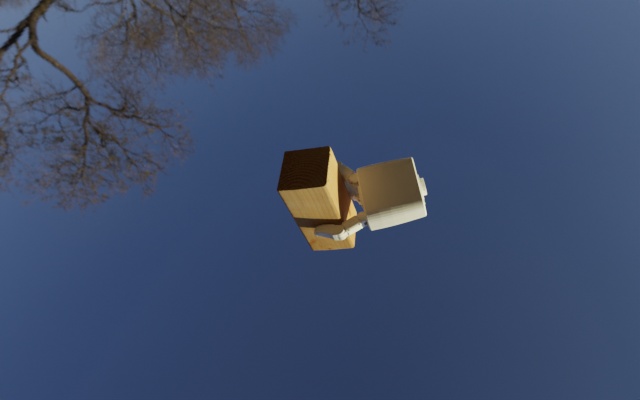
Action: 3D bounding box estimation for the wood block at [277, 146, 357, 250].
[{"bbox_3d":[0.001,0.003,0.896,0.090,0.090,0.206,-5,-37,17],"label":"wood block"}]
